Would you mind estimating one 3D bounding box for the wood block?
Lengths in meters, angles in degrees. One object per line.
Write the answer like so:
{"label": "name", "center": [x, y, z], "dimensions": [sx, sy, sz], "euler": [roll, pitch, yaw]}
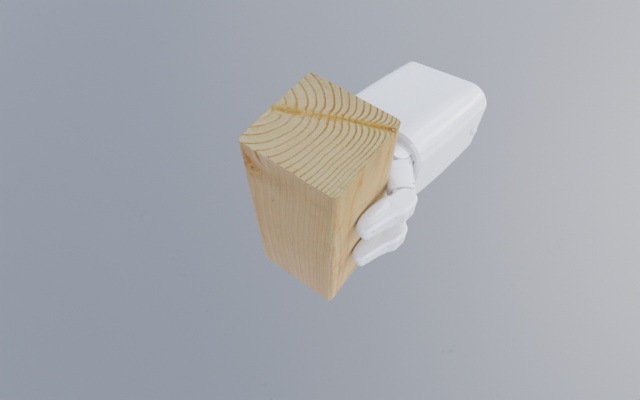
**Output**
{"label": "wood block", "center": [0.000, 0.001, 0.440], "dimensions": [0.091, 0.090, 0.206], "euler": [33, -26, 18]}
